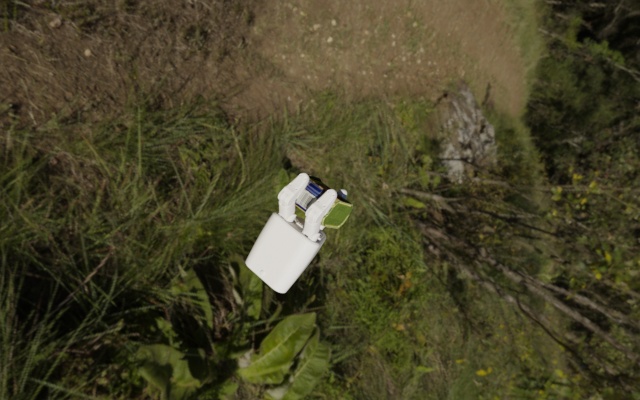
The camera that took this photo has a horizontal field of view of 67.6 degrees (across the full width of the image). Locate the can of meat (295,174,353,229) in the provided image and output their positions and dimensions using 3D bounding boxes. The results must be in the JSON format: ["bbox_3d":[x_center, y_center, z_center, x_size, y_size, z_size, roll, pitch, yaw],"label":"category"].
[{"bbox_3d":[0.000,0.003,0.820,0.084,0.057,0.102,37,9,21],"label":"can of meat"}]
